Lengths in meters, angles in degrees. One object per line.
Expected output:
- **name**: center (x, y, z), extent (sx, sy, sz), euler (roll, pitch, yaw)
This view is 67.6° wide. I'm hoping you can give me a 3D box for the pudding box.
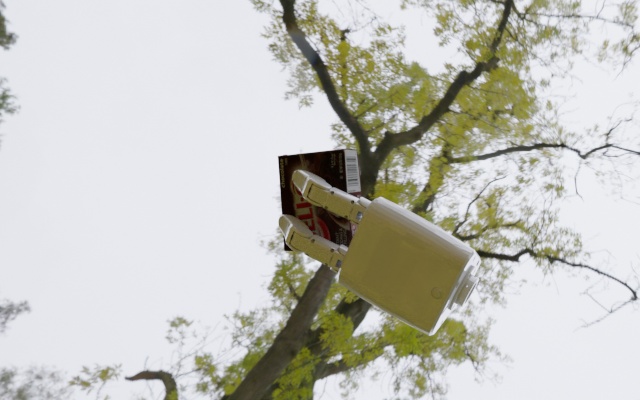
- **pudding box**: center (0.000, 0.002, 0.534), extent (0.090, 0.113, 0.039), euler (-2, 1, 33)
